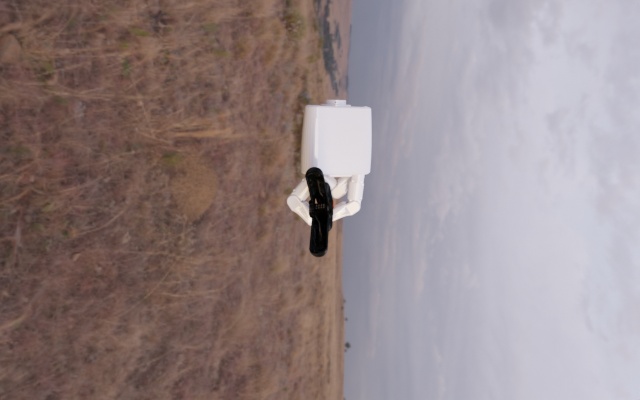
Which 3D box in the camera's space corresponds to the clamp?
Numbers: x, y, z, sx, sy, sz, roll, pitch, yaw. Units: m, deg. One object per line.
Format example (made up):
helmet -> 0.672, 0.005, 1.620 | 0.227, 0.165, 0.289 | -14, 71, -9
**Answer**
clamp -> 0.001, 0.002, 0.704 | 0.039, 0.120, 0.171 | 2, 12, 2
